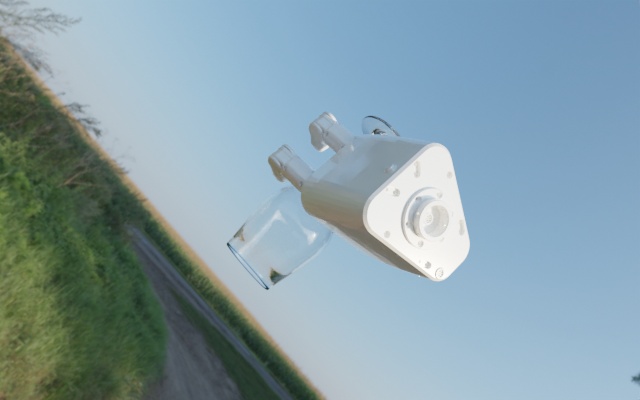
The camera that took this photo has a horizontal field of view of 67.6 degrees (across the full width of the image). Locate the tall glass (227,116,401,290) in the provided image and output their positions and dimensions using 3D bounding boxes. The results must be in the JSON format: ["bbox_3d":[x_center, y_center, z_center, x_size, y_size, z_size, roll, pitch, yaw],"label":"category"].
[{"bbox_3d":[0.001,0.001,0.493,0.201,0.079,0.079,-41,13,-15],"label":"tall glass"}]
